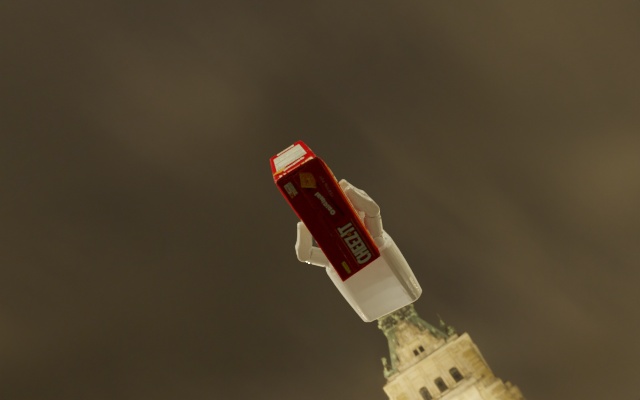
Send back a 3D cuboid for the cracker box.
[{"bbox_3d":[0.000,0.002,0.708,0.072,0.164,0.213,-34,15,0],"label":"cracker box"}]
